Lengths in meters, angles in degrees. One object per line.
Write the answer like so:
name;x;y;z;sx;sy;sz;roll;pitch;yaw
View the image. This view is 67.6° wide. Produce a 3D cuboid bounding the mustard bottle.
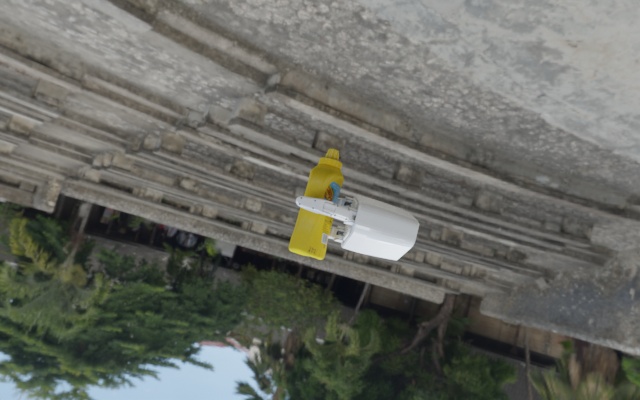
mustard bottle;0.000;0.003;0.826;0.058;0.191;0.096;12;-8;20
